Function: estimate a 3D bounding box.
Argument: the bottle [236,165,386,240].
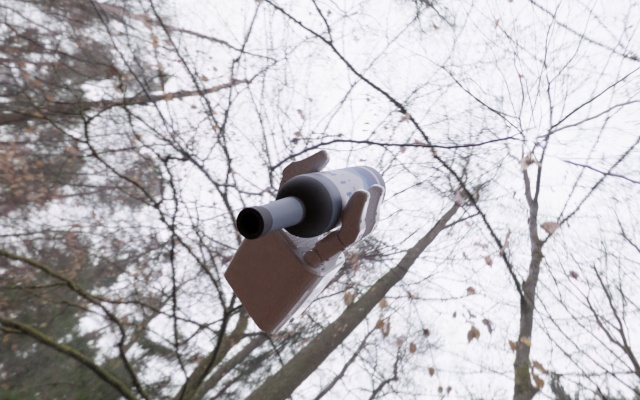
[{"bbox_3d":[0.000,0.002,0.530,0.069,0.069,0.295,0,7,24],"label":"bottle"}]
